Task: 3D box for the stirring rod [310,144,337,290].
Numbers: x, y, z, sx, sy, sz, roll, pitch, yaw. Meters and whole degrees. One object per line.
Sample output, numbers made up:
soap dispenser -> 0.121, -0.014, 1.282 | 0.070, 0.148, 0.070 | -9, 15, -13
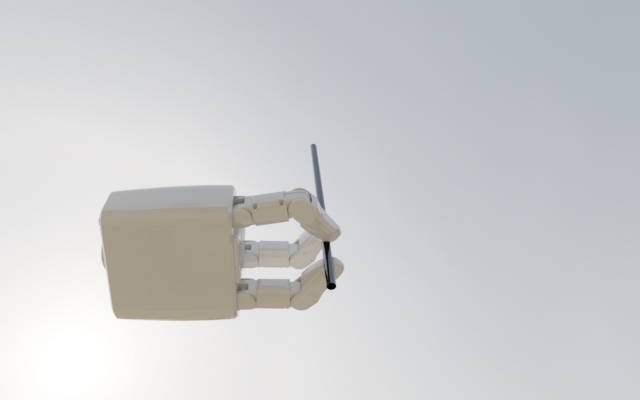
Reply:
stirring rod -> 0.000, 0.002, 0.478 | 0.011, 0.011, 0.239 | 0, 34, -5
